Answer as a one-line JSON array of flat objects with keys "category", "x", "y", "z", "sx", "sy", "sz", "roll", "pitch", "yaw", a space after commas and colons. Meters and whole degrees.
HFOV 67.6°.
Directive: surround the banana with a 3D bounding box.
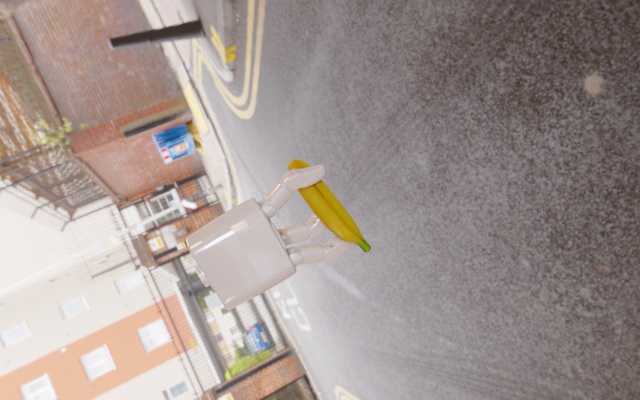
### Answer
[{"category": "banana", "x": -0.003, "y": -0.004, "z": 0.672, "sx": 0.037, "sy": 0.197, "sz": 0.070, "roll": -36, "pitch": -33, "yaw": -4}]
